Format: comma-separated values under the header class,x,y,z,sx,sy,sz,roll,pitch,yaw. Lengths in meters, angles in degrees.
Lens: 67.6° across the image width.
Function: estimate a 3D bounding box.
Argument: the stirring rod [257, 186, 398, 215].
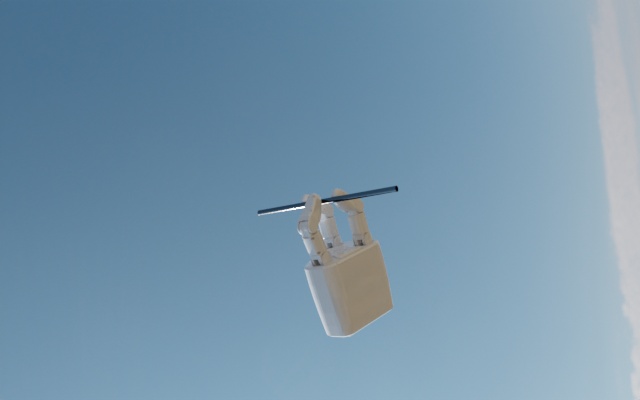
class,x,y,z,sx,sy,sz,roll,pitch,yaw
stirring rod,0.000,0.002,0.664,0.239,0.011,0.011,-10,-6,37
